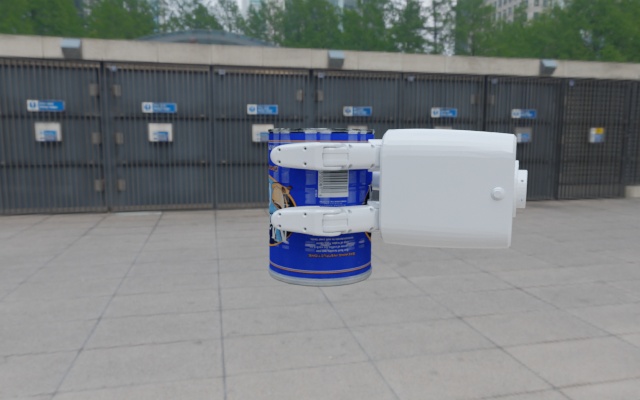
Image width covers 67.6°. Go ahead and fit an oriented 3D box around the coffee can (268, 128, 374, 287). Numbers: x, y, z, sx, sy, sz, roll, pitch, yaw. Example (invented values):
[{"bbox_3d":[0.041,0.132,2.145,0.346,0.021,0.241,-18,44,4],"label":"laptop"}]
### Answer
[{"bbox_3d":[0.000,0.002,0.466,0.103,0.140,0.103,0,7,0],"label":"coffee can"}]
